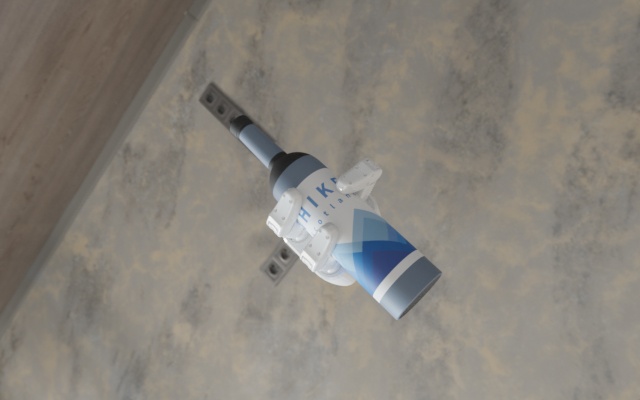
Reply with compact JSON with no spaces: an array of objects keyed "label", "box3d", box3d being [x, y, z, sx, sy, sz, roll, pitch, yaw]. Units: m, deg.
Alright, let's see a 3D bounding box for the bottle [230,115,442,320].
[{"label":"bottle","box3d":[0.000,0.002,0.530,0.295,0.069,0.069,44,18,20]}]
